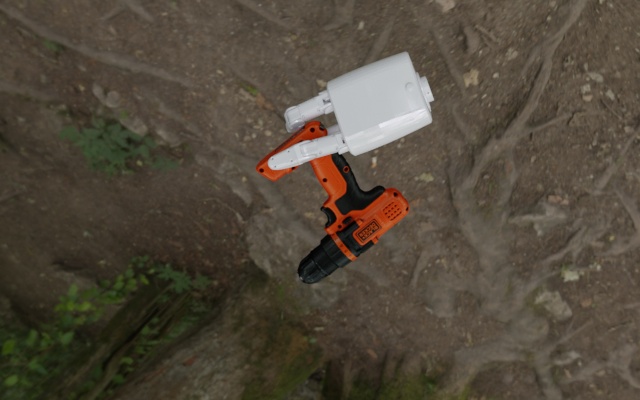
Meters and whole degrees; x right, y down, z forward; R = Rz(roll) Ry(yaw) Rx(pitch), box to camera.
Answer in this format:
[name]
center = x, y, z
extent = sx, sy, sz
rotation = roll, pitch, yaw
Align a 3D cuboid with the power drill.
[power drill]
center = 0.000, 0.002, 0.648
extent = 0.184, 0.188, 0.057
rotation = -40, 14, 4
